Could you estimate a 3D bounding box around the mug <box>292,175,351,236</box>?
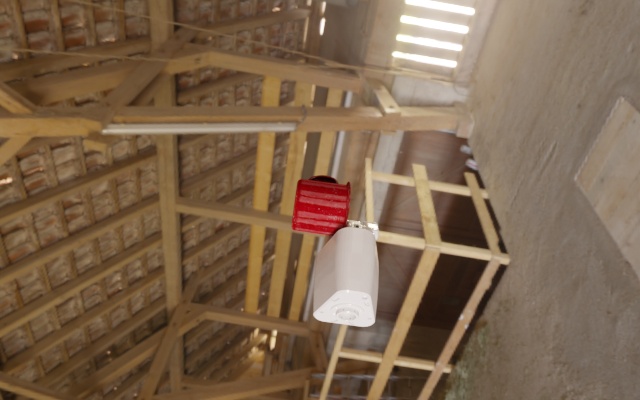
[{"bbox_3d":[0.000,0.001,0.755,0.081,0.117,0.093,8,-41,-3],"label":"mug"}]
